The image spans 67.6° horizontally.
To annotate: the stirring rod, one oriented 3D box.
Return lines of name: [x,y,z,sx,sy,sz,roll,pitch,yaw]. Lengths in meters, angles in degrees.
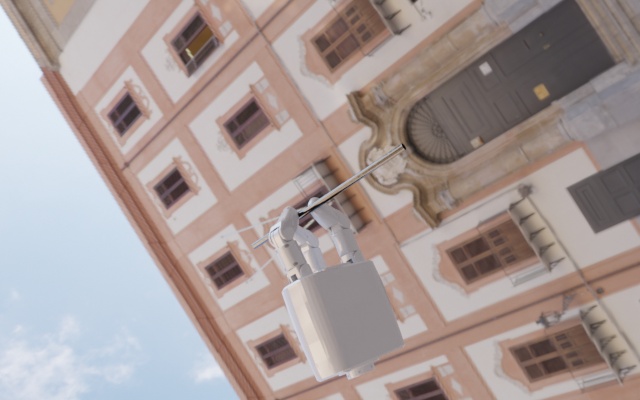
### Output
stirring rod: [0.000,0.002,0.554,0.239,0.011,0.011,-34,-19,31]
